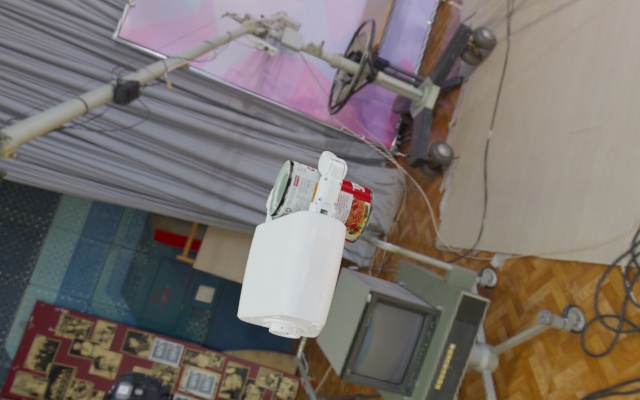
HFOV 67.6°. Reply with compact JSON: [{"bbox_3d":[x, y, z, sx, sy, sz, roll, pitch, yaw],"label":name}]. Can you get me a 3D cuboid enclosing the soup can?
[{"bbox_3d":[0.000,0.001,0.543,0.102,0.068,0.068,19,-5,-16],"label":"soup can"}]
